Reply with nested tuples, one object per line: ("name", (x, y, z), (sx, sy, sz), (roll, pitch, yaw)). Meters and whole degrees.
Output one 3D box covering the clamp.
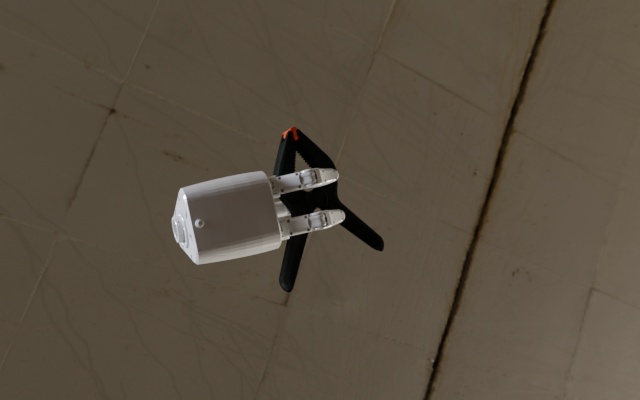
("clamp", (-0.001, 0.002, 0.651), (0.164, 0.210, 0.036), (-12, -2, -28))
